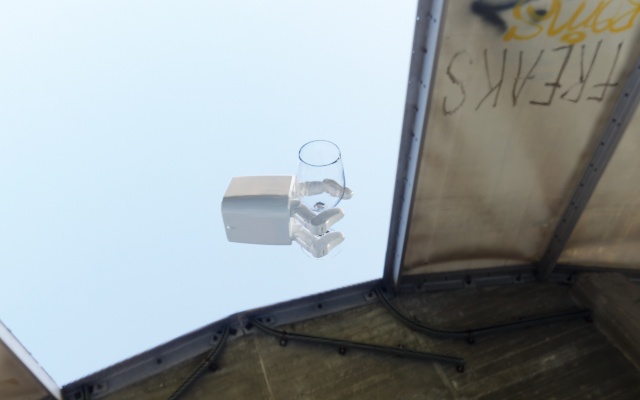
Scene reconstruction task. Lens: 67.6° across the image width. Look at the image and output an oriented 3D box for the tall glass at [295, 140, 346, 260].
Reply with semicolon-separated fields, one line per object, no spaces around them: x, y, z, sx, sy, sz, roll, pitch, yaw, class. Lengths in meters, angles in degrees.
0.000;0.003;0.758;0.079;0.201;0.079;0;44;0;tall glass
